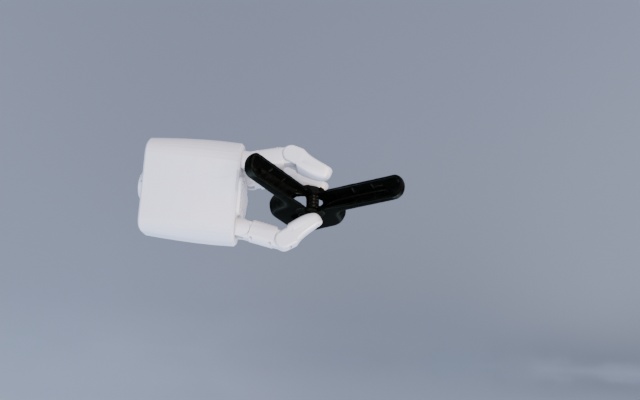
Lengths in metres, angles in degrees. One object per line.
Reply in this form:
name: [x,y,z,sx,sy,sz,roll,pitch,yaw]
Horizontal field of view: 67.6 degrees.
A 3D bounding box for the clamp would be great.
clamp: [0.000,0.003,0.563,0.164,0.036,0.210,7,-18,-2]
